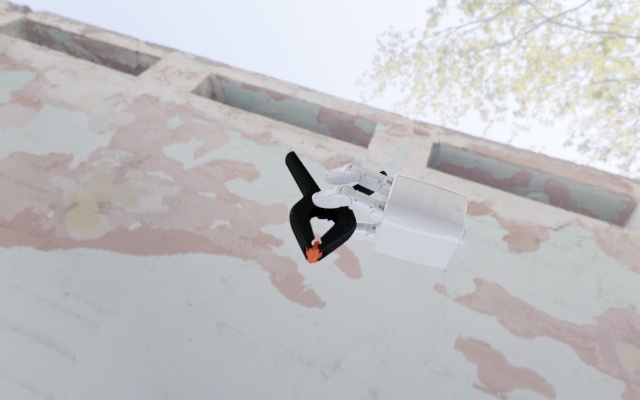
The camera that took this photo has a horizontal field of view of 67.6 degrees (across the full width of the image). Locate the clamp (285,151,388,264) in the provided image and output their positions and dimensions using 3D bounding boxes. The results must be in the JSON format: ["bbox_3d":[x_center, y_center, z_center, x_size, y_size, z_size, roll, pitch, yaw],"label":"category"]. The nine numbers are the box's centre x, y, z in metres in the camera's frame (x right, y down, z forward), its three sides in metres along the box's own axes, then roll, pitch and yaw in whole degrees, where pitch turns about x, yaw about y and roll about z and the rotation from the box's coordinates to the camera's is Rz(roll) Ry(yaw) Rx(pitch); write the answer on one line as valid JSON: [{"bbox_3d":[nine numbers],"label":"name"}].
[{"bbox_3d":[0.000,0.003,0.694,0.164,0.036,0.209,16,43,9],"label":"clamp"}]
